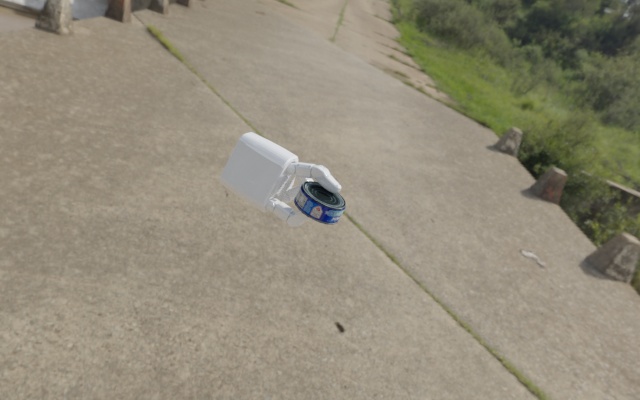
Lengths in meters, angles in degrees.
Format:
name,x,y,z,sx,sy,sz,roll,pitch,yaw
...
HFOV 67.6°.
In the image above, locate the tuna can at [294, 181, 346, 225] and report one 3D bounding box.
name,x,y,z,sx,sy,sz,roll,pitch,yaw
tuna can,0.000,0.002,0.817,0.086,0.034,0.086,23,23,-11
